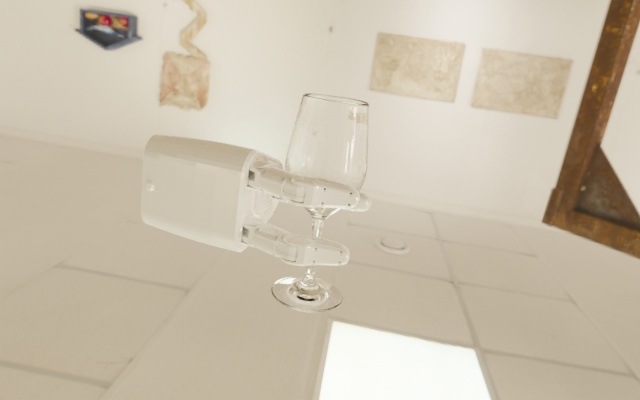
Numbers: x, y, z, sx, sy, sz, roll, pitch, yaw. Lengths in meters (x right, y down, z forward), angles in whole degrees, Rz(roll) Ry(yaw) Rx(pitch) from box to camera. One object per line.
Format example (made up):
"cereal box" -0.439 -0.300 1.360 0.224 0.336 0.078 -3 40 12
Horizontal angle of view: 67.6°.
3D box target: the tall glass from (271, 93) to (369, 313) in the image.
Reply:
"tall glass" 0.000 0.002 0.464 0.079 0.201 0.079 8 16 -2
